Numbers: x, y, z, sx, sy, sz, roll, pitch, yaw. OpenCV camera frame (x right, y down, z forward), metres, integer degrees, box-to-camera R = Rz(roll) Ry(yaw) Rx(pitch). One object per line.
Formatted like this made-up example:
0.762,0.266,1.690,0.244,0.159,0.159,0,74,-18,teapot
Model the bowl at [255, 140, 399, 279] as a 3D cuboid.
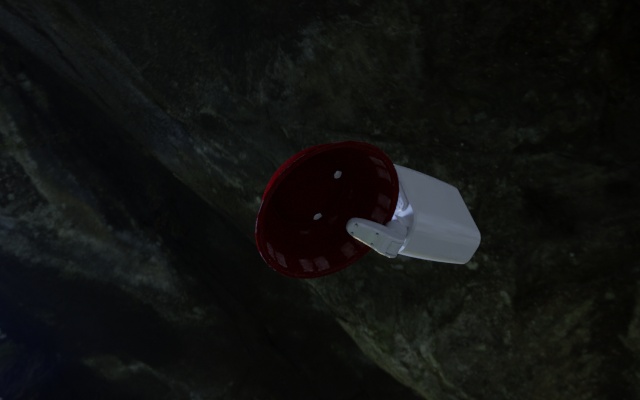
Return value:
-0.001,0.001,0.496,0.162,0.162,0.055,0,31,-32,bowl
